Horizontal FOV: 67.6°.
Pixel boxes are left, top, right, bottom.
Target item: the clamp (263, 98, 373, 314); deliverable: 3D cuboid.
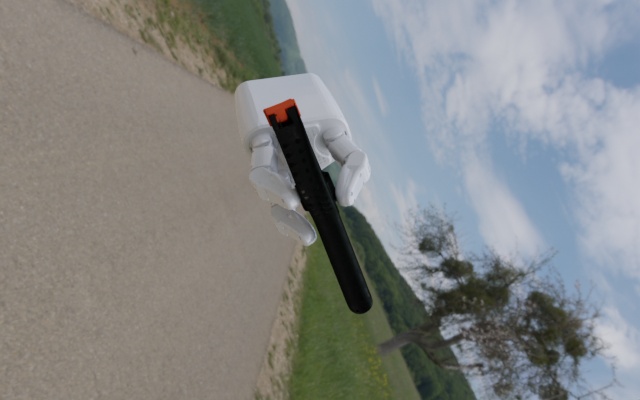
[{"bbox_3d":[0.001,0.001,0.460,0.036,0.164,0.210,-22,-45,1],"label":"clamp"}]
